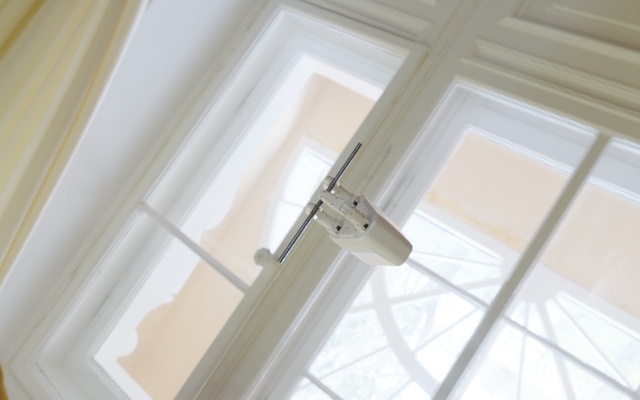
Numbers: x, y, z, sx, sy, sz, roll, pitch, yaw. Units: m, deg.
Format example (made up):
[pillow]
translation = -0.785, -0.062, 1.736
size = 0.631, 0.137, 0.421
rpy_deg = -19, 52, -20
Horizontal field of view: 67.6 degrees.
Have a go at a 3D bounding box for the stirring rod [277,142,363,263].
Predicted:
[stirring rod]
translation = 0.000, 0.003, 0.794
size = 0.011, 0.239, 0.011
rpy_deg = 34, -6, 4
